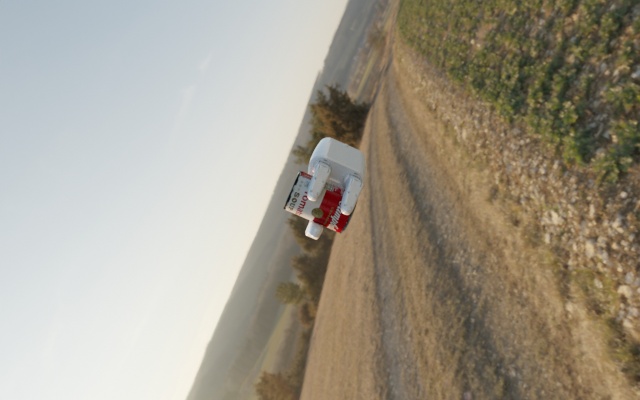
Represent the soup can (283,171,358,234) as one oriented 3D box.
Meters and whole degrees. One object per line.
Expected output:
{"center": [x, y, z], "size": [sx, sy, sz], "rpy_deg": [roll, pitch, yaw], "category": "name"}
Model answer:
{"center": [0.000, 0.003, 0.757], "size": [0.102, 0.068, 0.068], "rpy_deg": [23, -2, -4], "category": "soup can"}
